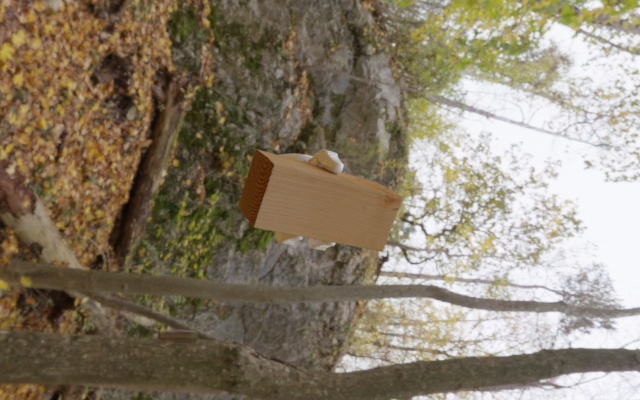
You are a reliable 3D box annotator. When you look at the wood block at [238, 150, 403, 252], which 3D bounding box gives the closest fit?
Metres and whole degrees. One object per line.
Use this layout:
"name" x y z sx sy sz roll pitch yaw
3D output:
"wood block" 0.000 0.002 0.690 0.206 0.091 0.090 13 13 -27
